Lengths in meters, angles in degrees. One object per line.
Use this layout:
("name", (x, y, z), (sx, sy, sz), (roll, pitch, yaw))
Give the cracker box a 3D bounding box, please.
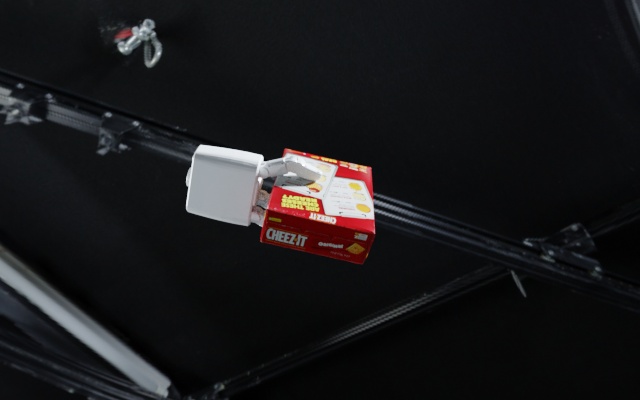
("cracker box", (0.000, 0.002, 0.792), (0.164, 0.072, 0.213), (12, 31, -3))
